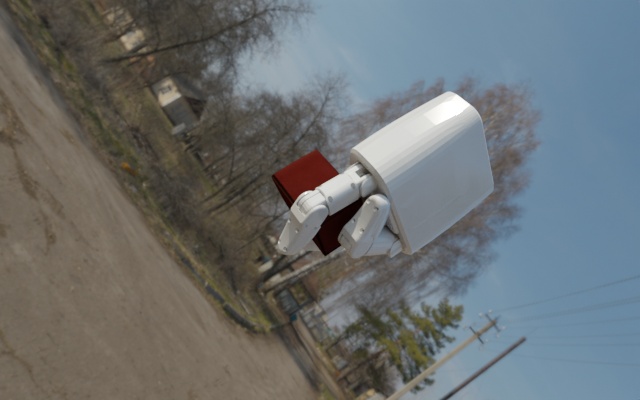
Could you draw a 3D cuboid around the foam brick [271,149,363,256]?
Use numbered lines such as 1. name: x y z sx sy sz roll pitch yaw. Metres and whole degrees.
1. foam brick: 0.000 0.001 0.448 0.051 0.078 0.053 -34 -34 -8
